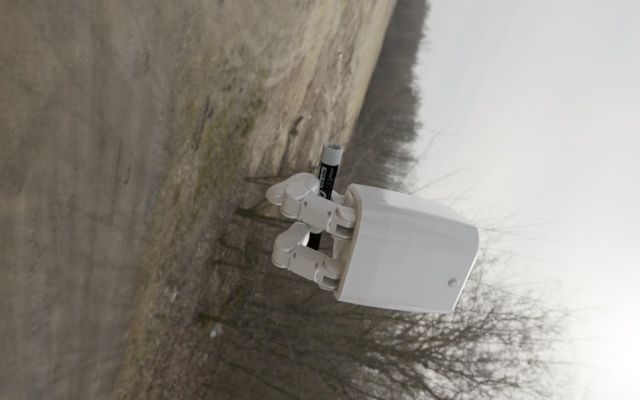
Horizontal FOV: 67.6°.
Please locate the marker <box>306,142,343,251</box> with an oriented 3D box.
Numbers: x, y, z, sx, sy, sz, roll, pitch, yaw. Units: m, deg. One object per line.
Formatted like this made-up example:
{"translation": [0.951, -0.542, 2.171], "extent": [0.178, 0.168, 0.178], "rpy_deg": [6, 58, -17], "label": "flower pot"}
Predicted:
{"translation": [0.000, 0.002, 0.463], "extent": [0.020, 0.121, 0.020], "rpy_deg": [10, 30, -6], "label": "marker"}
